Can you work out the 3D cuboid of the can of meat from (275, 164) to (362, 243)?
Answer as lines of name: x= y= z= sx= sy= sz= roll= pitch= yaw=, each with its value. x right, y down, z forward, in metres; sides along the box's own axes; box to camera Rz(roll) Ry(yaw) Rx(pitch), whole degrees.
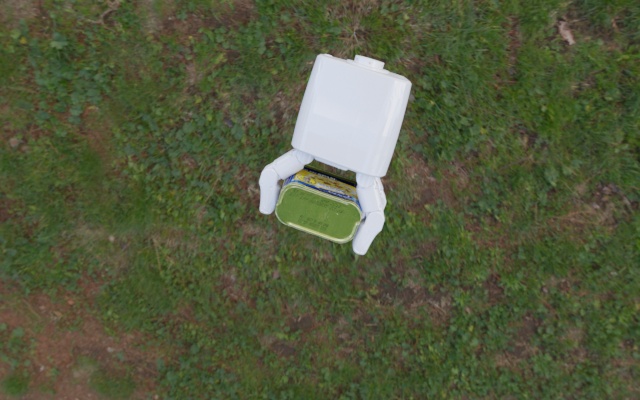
can of meat: x=0.000 y=0.002 z=0.570 sx=0.102 sy=0.057 sz=0.084 roll=19 pitch=19 yaw=-3
